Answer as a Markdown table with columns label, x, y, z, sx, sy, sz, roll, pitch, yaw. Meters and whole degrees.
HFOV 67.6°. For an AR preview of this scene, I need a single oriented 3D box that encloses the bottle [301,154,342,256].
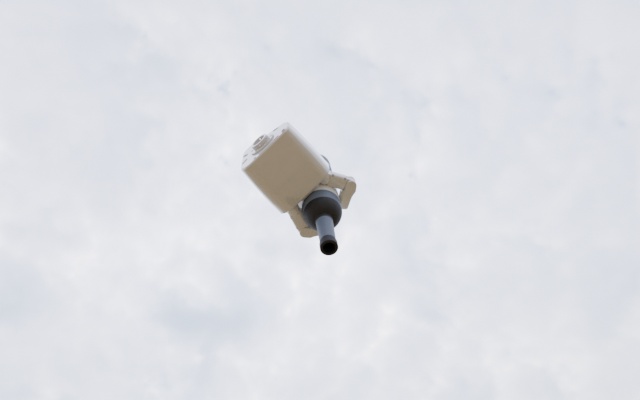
| label | x | y | z | sx | sy | sz | roll | pitch | yaw |
| --- | --- | --- | --- | --- | --- | --- | --- | --- | --- |
| bottle | 0.000 | 0.003 | 0.828 | 0.069 | 0.069 | 0.295 | 0 | 27 | -6 |
